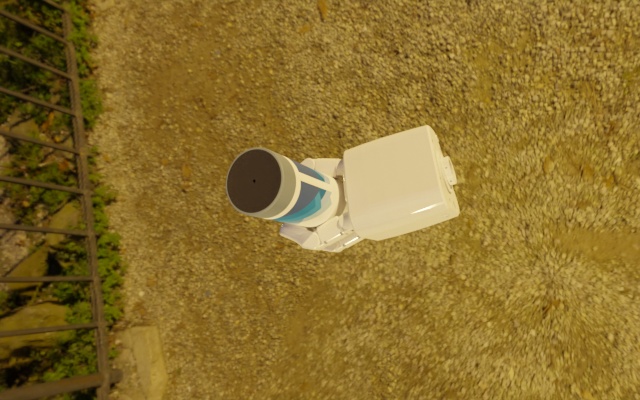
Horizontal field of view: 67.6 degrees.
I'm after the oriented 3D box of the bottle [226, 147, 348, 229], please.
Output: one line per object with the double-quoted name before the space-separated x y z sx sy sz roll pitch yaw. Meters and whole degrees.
"bottle" 0.000 0.002 0.585 0.069 0.069 0.296 0 -8 26
